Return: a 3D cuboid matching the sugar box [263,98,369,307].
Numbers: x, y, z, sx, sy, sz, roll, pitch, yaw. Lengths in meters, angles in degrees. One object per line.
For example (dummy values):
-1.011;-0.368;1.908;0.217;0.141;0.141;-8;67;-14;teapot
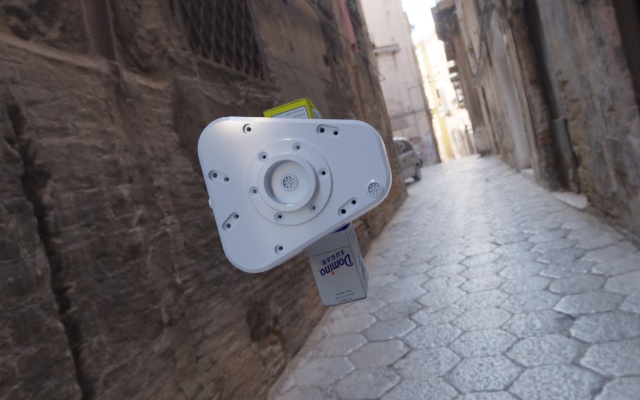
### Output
-0.001;0.002;0.443;0.048;0.176;0.093;-14;1;7;sugar box
